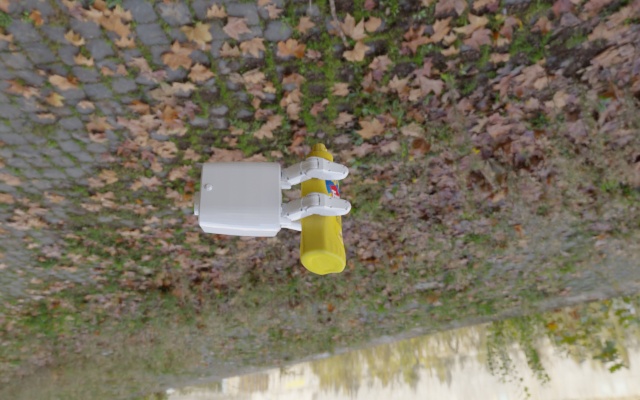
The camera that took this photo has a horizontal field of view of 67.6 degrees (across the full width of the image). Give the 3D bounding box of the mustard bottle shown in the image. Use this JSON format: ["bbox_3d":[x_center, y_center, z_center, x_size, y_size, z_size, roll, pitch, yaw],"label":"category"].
[{"bbox_3d":[0.000,0.002,0.685,0.058,0.191,0.096,-10,-28,14],"label":"mustard bottle"}]
